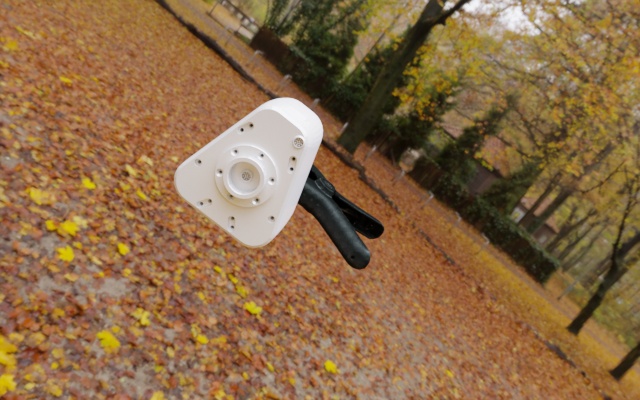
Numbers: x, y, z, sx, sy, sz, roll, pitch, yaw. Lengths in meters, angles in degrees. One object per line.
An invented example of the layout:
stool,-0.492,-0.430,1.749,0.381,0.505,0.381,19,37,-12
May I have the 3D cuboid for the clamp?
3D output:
clamp,0.000,0.001,0.508,0.171,0.039,0.120,39,14,-5
